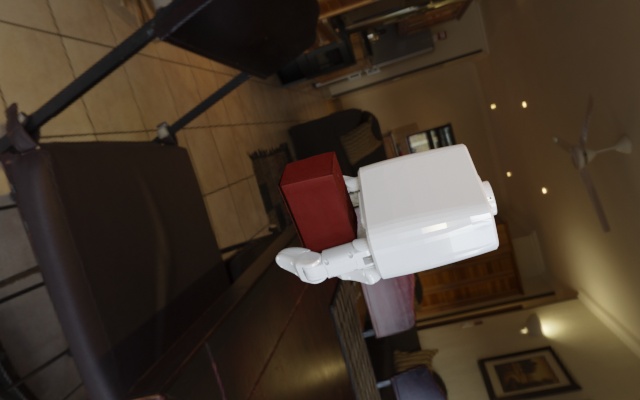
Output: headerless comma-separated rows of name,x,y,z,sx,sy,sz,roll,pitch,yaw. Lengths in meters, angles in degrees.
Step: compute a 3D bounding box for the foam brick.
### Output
foam brick,0.000,0.001,0.453,0.051,0.078,0.053,-15,26,13
